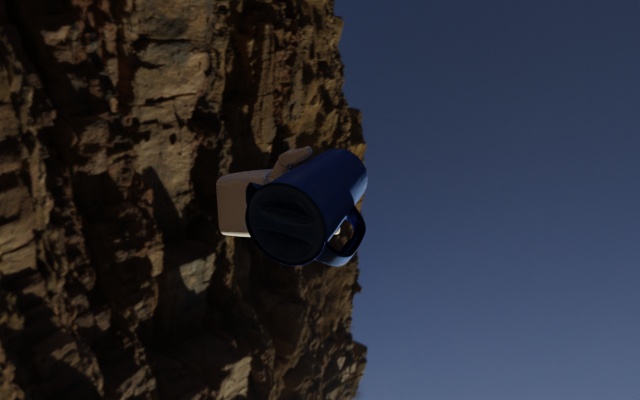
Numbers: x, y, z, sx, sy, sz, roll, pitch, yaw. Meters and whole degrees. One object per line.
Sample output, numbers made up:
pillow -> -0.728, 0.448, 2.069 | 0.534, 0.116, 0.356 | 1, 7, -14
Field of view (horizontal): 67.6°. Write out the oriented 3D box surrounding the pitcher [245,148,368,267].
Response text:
pitcher -> 0.000, 0.003, 0.788 | 0.145, 0.149, 0.242 | -4, 19, 27
